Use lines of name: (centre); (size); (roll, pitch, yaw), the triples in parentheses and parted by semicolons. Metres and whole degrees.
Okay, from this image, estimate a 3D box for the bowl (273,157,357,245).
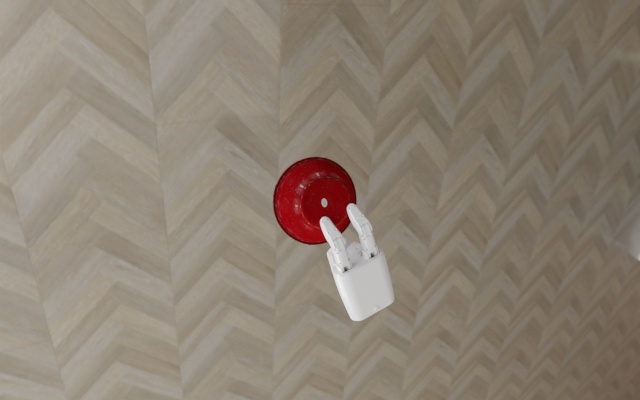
bowl: (0.000, 0.002, 0.845); (0.162, 0.162, 0.055); (0, 4, -20)
